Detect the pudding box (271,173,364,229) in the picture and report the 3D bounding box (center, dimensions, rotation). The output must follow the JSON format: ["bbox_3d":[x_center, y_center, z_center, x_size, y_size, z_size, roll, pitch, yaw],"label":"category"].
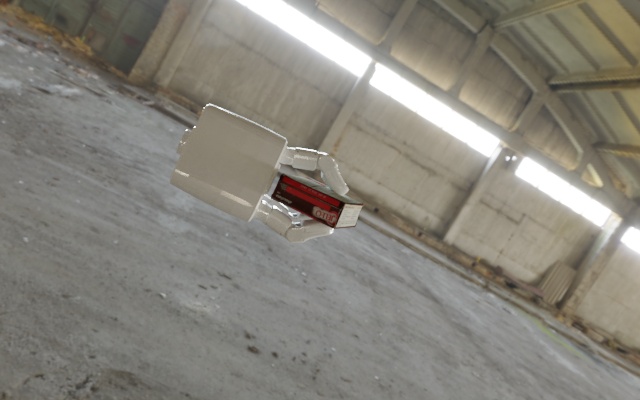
[{"bbox_3d":[0.000,0.002,0.611,0.090,0.039,0.113,26,8,16],"label":"pudding box"}]
